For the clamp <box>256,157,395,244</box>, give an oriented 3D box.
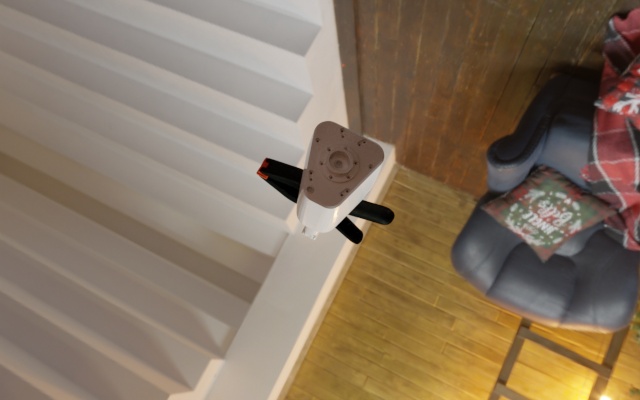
[{"bbox_3d":[-0.001,0.003,0.734,0.210,0.036,0.165,27,-21,4],"label":"clamp"}]
